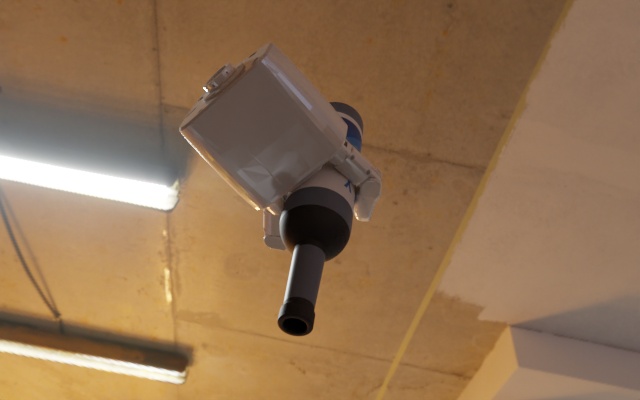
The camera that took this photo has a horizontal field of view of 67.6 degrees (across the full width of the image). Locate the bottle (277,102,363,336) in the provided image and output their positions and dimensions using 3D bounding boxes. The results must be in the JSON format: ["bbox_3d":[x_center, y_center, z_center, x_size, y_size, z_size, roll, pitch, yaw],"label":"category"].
[{"bbox_3d":[0.000,0.001,0.468,0.069,0.069,0.295,0,39,10],"label":"bottle"}]
